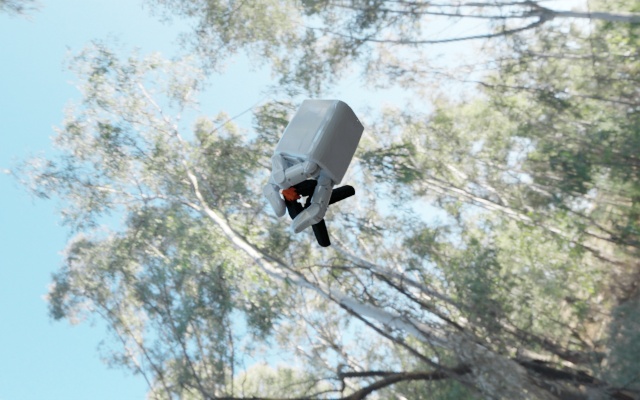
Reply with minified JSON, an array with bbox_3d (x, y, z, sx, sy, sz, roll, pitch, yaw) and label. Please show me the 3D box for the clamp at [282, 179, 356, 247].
[{"bbox_3d":[0.000,0.002,0.803,0.039,0.120,0.171,19,-13,32],"label":"clamp"}]
